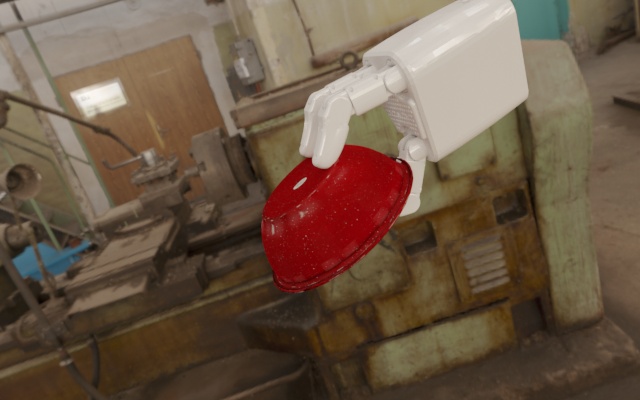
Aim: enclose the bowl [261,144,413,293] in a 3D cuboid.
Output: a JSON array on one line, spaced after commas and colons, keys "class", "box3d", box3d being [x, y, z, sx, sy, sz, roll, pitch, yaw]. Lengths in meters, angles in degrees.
[{"class": "bowl", "box3d": [-0.001, 0.002, 0.422, 0.055, 0.162, 0.162, 46, -20, -20]}]
